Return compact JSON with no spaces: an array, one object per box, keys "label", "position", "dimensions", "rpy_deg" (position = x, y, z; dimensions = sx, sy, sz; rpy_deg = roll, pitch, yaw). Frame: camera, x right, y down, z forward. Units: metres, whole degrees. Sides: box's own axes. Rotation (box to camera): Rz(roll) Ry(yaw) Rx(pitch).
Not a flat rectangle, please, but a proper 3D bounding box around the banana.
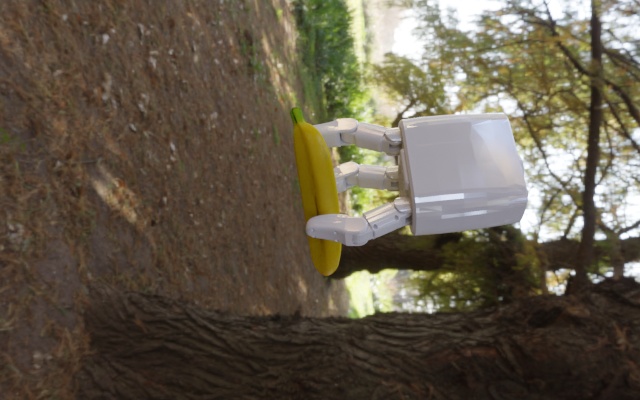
[{"label":"banana","position":[0.000,0.006,0.495],"dimensions":[0.037,0.198,0.069],"rpy_deg":[-8,23,1]}]
